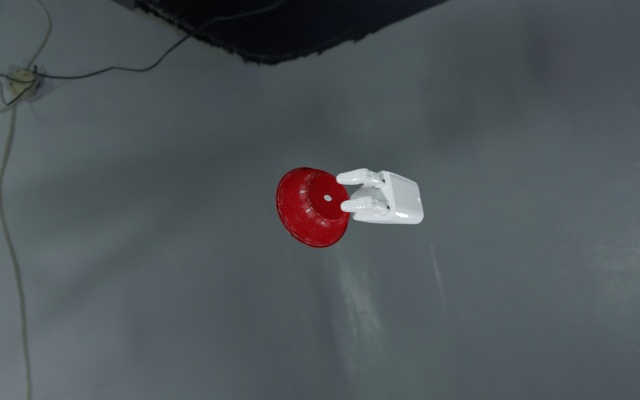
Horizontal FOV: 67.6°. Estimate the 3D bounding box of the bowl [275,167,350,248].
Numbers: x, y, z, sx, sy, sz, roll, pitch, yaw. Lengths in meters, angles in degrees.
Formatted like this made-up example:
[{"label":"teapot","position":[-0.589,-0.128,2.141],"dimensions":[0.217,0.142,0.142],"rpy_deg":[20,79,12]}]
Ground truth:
[{"label":"bowl","position":[-0.001,0.003,0.876],"dimensions":[0.162,0.162,0.055],"rpy_deg":[0,-20,-35]}]
